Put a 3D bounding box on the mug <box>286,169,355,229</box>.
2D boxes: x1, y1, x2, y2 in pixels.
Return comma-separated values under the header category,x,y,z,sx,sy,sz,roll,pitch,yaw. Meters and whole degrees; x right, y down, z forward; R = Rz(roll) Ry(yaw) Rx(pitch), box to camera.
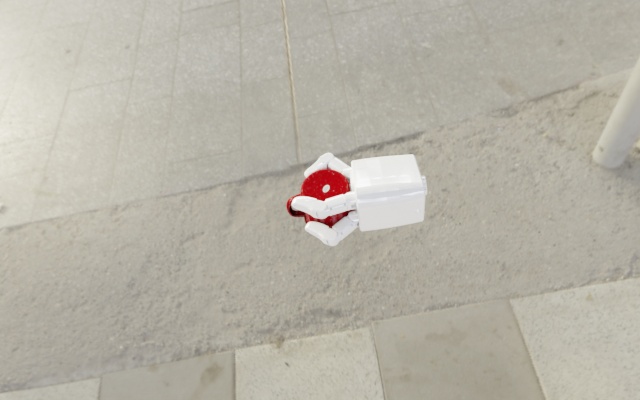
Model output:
category,x,y,z,sx,sy,sz,roll,pitch,yaw
mug,-0.001,0.003,0.807,0.117,0.093,0.082,-7,-35,5
